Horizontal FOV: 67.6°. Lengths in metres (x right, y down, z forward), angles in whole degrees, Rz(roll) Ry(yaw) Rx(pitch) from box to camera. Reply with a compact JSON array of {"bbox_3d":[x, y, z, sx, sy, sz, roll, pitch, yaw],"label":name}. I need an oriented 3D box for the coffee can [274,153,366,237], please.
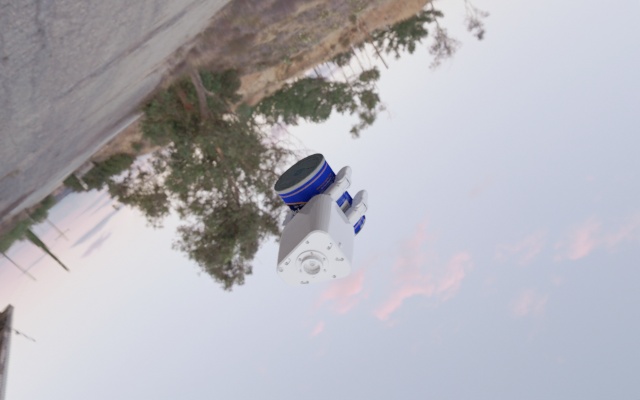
[{"bbox_3d":[0.000,0.003,0.839,0.103,0.140,0.102,-31,23,14],"label":"coffee can"}]
